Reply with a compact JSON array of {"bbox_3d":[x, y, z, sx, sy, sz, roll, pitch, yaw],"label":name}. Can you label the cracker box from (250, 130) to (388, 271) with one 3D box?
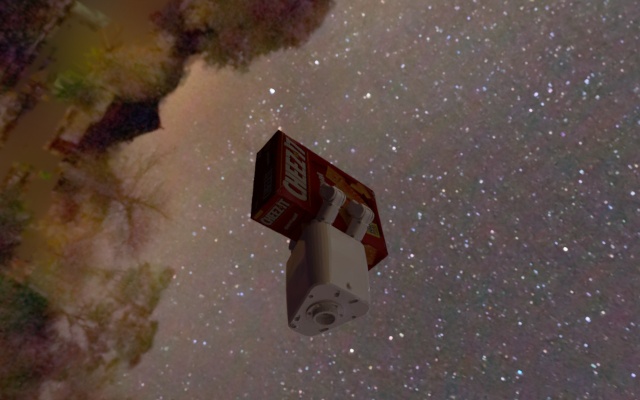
[{"bbox_3d":[0.000,0.003,0.757,0.214,0.164,0.072,31,-59,-26],"label":"cracker box"}]
